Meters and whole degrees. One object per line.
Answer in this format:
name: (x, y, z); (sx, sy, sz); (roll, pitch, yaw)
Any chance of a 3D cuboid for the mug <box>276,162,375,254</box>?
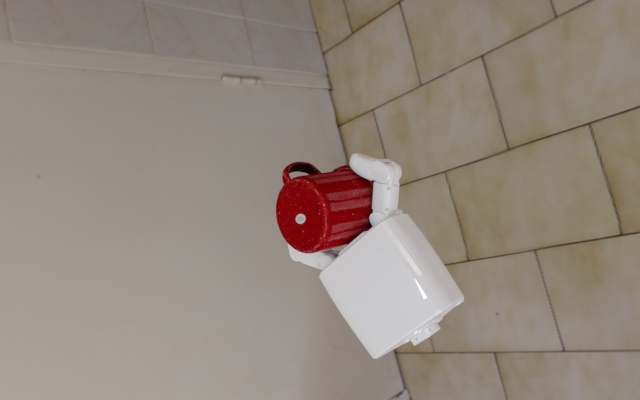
mug: (-0.001, 0.001, 0.523); (0.081, 0.117, 0.093); (-10, -32, -45)
